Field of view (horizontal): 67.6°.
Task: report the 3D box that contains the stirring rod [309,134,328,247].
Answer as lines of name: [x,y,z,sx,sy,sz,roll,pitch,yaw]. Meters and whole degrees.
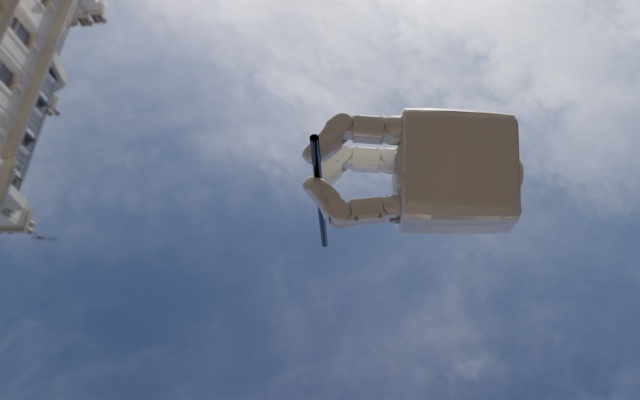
stirring rod: [0.000,0.002,0.513,0.011,0.011,0.240,0,-27,3]
